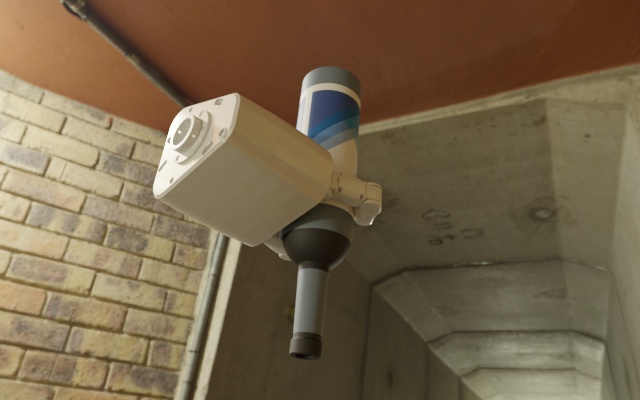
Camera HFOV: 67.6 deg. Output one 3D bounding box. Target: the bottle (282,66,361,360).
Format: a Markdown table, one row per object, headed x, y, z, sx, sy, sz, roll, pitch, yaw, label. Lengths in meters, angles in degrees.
| x | y | z | sx | sy | sz | roll | pitch | yaw | label |
| --- | --- | --- | --- | --- | --- | --- | --- | --- | --- |
| 0.000 | 0.001 | 0.468 | 0.069 | 0.295 | 0.069 | 4 | -28 | 2 | bottle |
